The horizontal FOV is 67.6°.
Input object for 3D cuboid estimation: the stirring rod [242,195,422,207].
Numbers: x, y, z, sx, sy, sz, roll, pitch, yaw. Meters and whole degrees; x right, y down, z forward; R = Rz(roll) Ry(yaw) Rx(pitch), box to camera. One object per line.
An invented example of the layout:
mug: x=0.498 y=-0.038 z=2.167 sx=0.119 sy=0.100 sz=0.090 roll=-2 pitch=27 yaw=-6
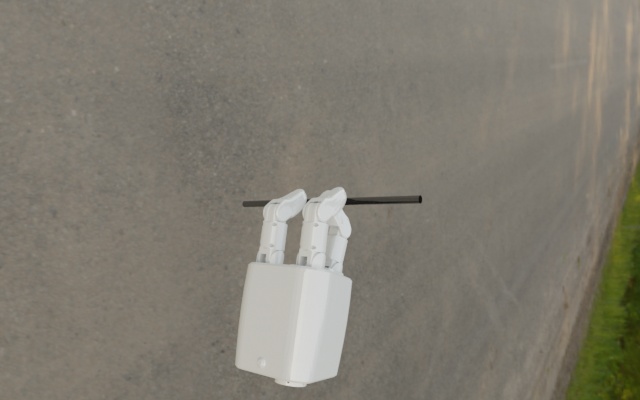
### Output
stirring rod: x=0.000 y=0.002 z=0.531 sx=0.239 sy=0.011 sz=0.011 roll=-2 pitch=-1 yaw=37
